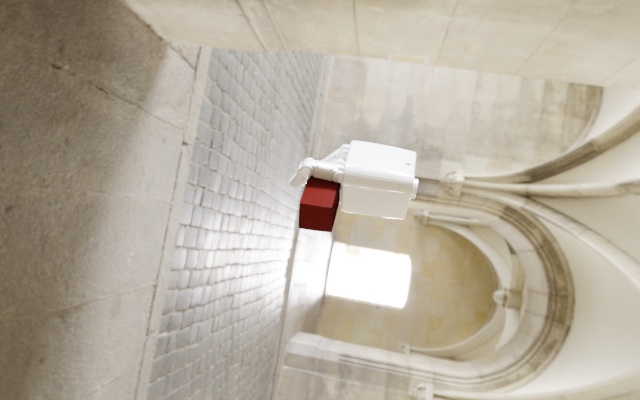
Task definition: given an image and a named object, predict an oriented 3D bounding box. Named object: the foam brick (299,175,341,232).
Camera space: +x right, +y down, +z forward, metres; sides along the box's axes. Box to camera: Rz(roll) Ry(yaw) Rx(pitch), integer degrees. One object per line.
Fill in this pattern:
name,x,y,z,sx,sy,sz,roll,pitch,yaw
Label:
foam brick,0.000,0.003,0.735,0.051,0.053,0.078,9,44,7
